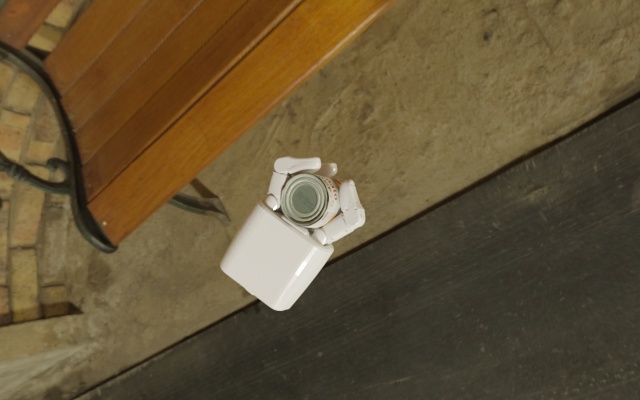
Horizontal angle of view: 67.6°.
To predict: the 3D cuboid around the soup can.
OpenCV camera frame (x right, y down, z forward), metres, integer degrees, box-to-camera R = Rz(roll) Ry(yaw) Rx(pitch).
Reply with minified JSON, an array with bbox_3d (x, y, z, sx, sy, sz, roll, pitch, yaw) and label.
[{"bbox_3d":[0.000,0.002,0.626,0.068,0.068,0.102,0,-4,25],"label":"soup can"}]
